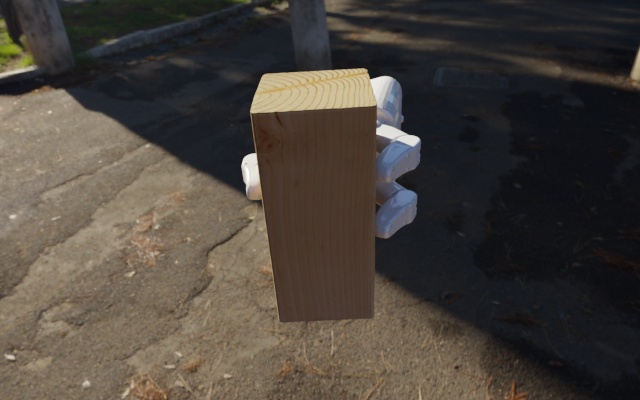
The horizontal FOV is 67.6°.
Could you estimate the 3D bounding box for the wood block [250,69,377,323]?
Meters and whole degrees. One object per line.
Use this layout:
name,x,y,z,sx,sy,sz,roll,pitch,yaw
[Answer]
wood block,0.000,0.001,0.420,0.091,0.206,0.090,-3,32,2
